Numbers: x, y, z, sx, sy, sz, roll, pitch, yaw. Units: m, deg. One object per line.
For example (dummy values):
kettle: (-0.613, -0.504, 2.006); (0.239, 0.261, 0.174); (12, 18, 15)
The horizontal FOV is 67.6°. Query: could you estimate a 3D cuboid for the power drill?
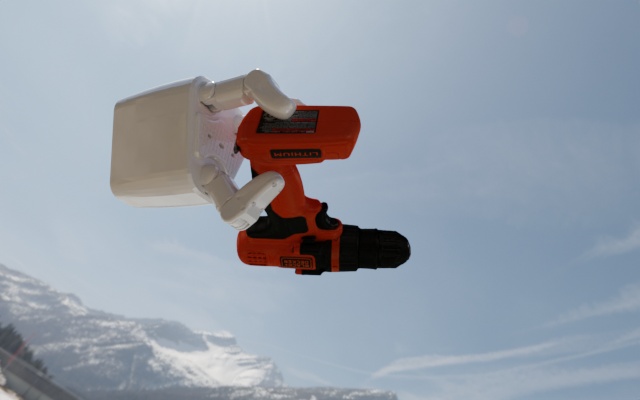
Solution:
power drill: (0.000, 0.001, 0.460); (0.184, 0.188, 0.057); (0, 42, 4)
